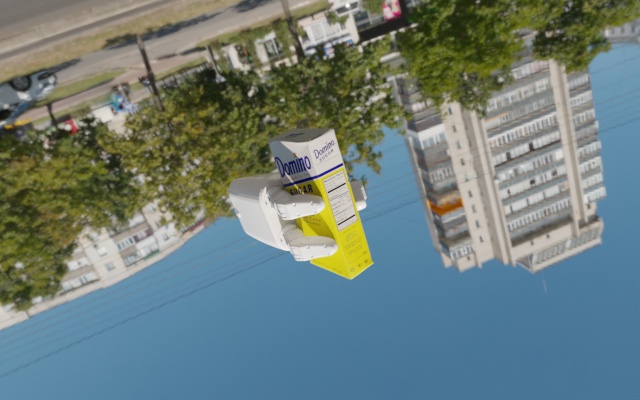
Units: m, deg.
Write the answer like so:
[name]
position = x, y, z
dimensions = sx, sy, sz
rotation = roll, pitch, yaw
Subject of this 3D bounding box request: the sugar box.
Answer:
[sugar box]
position = 0.000, 0.002, 0.578
dimensions = 0.048, 0.176, 0.093
rotation = -32, 23, -27
